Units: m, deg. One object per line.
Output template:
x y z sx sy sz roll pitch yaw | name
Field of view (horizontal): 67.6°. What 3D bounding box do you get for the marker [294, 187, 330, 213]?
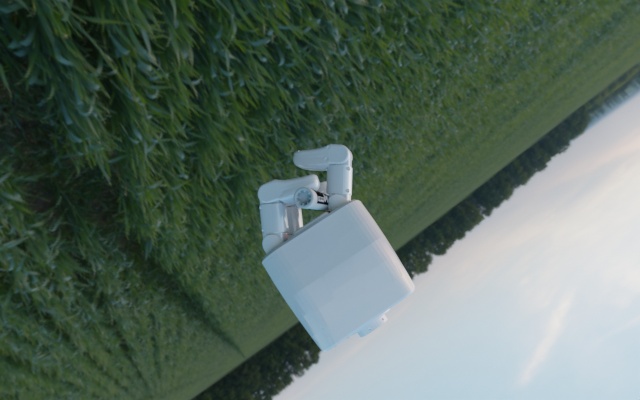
0.000 0.002 0.476 0.020 0.020 0.121 0 -4 14 | marker
